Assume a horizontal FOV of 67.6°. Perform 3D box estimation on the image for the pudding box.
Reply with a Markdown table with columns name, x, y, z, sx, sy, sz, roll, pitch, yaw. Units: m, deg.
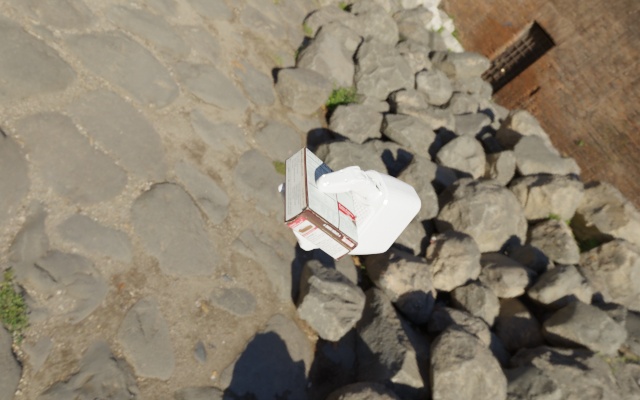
| name | x | y | z | sx | sy | sz | roll | pitch | yaw |
| --- | --- | --- | --- | --- | --- | --- | --- | --- | --- |
| pudding box | 0.000 | 0.002 | 0.567 | 0.039 | 0.113 | 0.090 | -37 | -55 | 25 |
